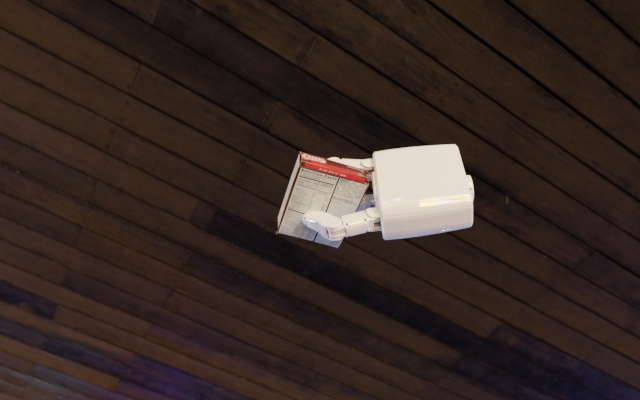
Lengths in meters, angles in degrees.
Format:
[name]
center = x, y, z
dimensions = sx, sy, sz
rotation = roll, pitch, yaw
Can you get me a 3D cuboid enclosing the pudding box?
[pudding box]
center = 0.000, 0.002, 0.608
dimensions = 0.090, 0.113, 0.039
rotation = 15, 32, -10
